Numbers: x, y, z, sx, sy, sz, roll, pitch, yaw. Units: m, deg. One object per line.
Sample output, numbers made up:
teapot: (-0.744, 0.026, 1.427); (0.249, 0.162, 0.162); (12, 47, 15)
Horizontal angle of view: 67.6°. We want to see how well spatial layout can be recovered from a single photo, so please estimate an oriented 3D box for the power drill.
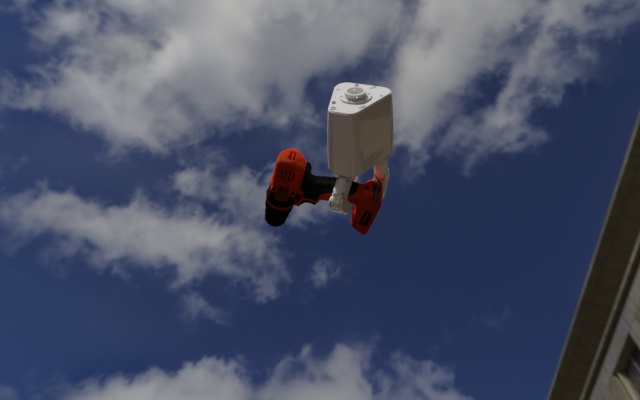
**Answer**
power drill: (0.001, 0.003, 0.818); (0.187, 0.057, 0.185); (13, -38, -6)
